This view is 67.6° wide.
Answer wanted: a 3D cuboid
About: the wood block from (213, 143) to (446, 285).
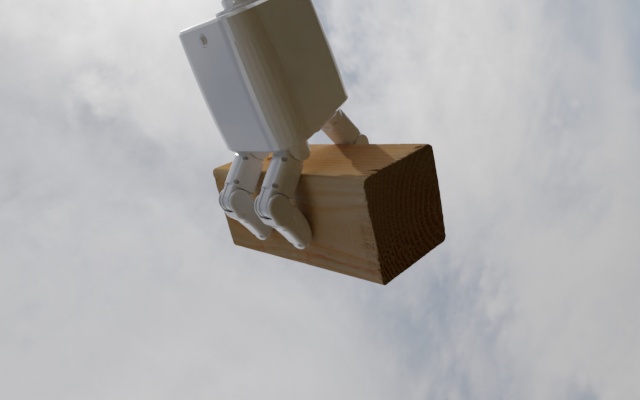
[{"bbox_3d":[0.000,0.001,0.449,0.091,0.090,0.206,-28,23,-37],"label":"wood block"}]
